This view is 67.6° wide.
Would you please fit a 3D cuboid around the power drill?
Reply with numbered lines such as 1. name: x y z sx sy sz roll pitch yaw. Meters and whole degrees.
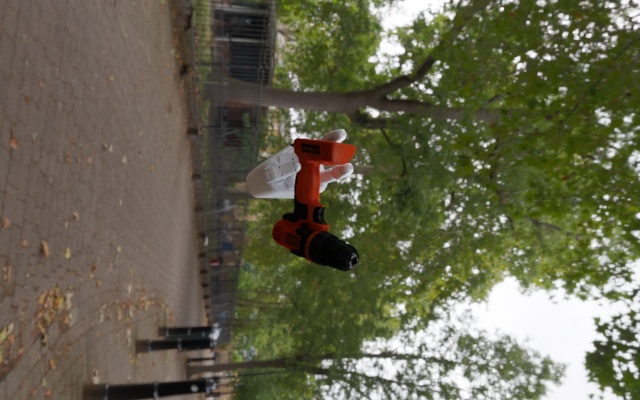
1. power drill: 0.000 0.002 0.733 0.057 0.187 0.184 5 7 -43
